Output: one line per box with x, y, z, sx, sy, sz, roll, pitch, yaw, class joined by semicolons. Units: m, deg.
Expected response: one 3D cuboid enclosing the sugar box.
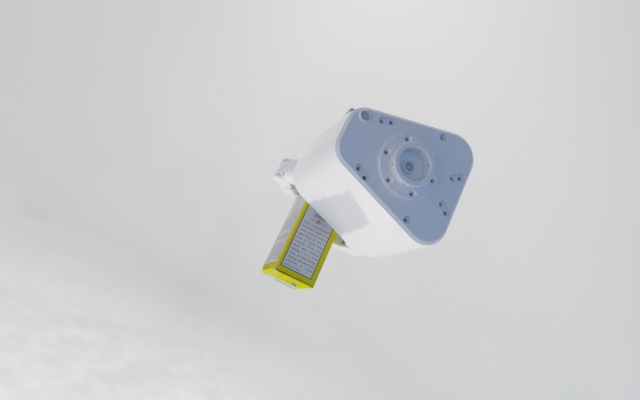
0.001;0.002;0.487;0.048;0.176;0.093;30;-16;-9;sugar box
